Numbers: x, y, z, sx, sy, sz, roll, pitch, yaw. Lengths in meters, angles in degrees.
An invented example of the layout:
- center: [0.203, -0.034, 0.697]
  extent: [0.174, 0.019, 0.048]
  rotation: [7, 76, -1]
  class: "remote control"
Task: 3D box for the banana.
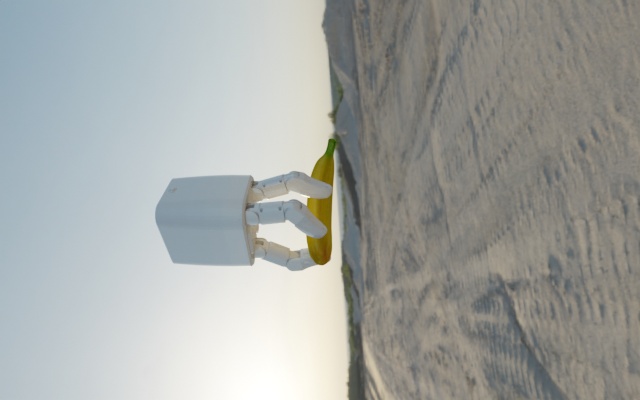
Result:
- center: [-0.001, 0.010, 0.647]
  extent: [0.037, 0.197, 0.070]
  rotation: [4, -34, -1]
  class: "banana"
